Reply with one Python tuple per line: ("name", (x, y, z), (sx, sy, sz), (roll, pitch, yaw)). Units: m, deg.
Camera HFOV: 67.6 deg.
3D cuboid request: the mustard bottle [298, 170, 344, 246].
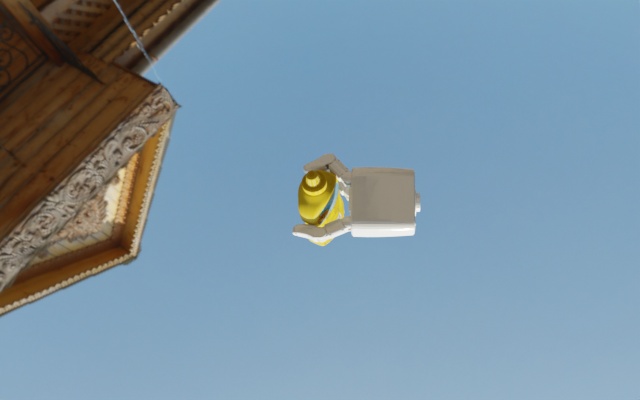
("mustard bottle", (0.000, 0.003, 0.834), (0.058, 0.096, 0.192), (22, -21, 18))
